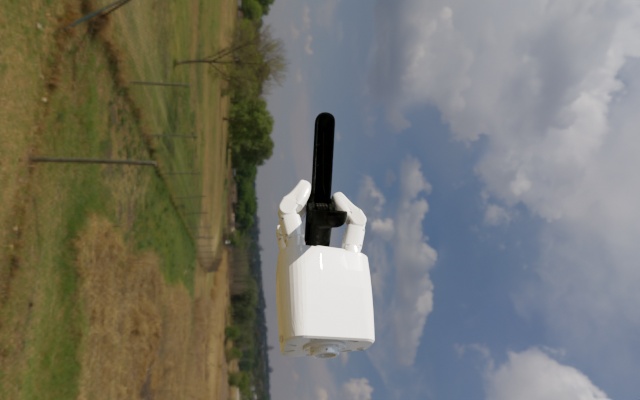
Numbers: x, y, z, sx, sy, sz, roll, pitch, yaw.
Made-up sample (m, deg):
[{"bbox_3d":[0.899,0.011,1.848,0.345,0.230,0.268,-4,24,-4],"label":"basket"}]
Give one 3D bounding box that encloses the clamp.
[{"bbox_3d":[0.001,0.003,0.625,0.036,0.164,0.210,2,-31,-8],"label":"clamp"}]
